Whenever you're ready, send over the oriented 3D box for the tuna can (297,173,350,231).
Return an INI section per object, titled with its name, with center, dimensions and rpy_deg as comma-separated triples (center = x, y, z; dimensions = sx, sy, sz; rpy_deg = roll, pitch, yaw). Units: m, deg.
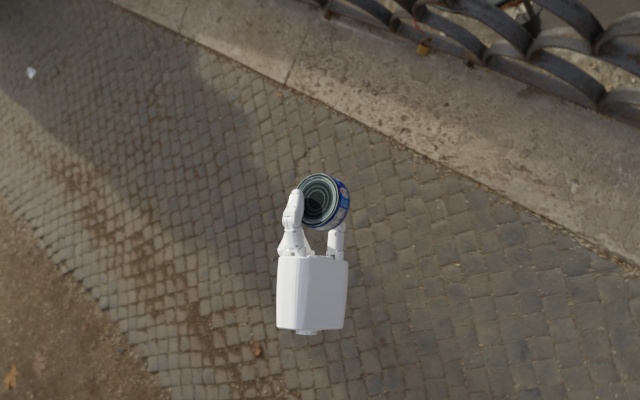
[tuna can]
center = 0.000, 0.002, 0.728
dimensions = 0.086, 0.086, 0.034
rpy_deg = 0, -13, 33
